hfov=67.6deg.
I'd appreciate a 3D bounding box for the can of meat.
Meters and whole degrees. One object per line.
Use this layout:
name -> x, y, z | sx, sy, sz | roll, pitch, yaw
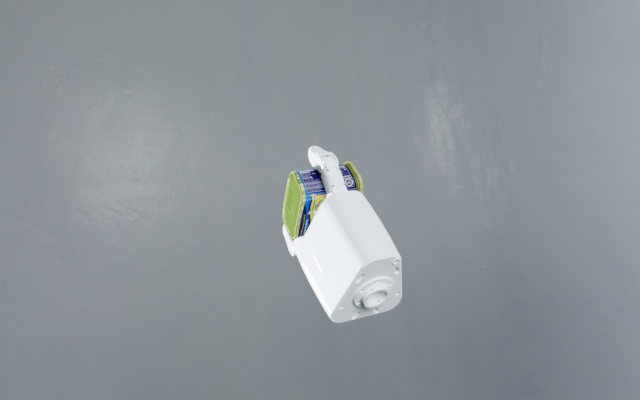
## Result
can of meat -> 0.000, 0.002, 0.635 | 0.084, 0.102, 0.057 | -9, 47, -22
